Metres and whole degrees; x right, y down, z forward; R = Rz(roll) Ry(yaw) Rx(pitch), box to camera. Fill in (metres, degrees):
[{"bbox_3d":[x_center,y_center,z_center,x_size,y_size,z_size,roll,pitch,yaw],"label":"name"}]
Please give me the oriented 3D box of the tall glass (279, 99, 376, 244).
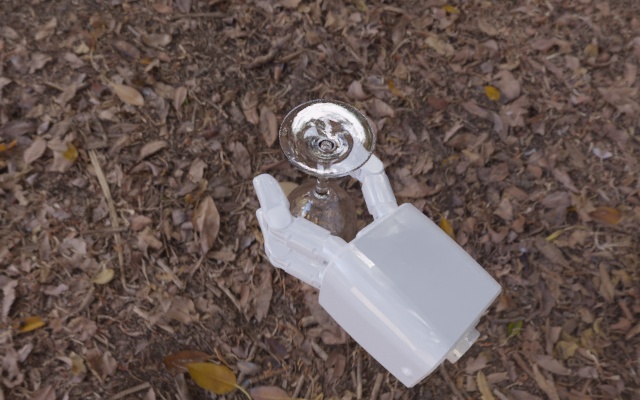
[{"bbox_3d":[0.000,0.001,0.449,0.079,0.079,0.201,0,-30,-4],"label":"tall glass"}]
